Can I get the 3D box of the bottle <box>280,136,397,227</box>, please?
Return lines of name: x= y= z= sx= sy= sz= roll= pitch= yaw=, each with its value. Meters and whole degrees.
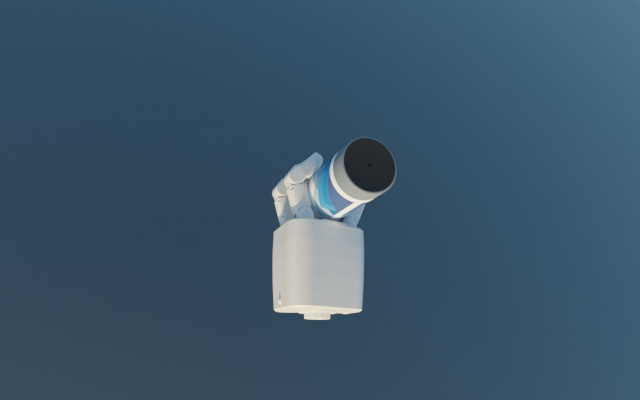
bottle: x=0.000 y=0.002 z=0.643 sx=0.069 sy=0.069 sz=0.296 roll=0 pitch=-16 yaw=-22
